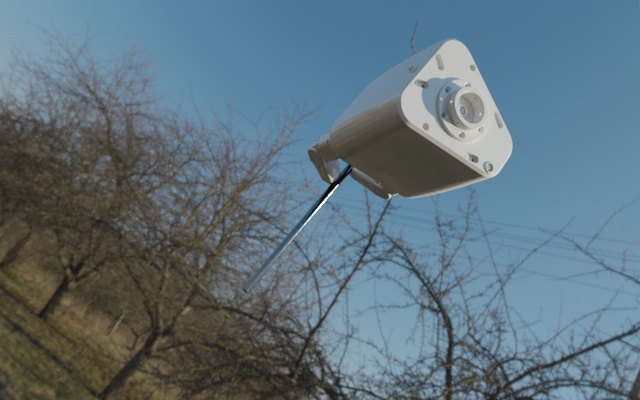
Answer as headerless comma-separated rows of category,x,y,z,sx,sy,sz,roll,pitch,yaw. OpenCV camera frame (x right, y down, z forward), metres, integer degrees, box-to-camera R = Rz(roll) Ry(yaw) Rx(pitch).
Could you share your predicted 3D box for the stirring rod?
stirring rod,0.000,0.002,0.502,0.011,0.239,0.011,33,-23,16
